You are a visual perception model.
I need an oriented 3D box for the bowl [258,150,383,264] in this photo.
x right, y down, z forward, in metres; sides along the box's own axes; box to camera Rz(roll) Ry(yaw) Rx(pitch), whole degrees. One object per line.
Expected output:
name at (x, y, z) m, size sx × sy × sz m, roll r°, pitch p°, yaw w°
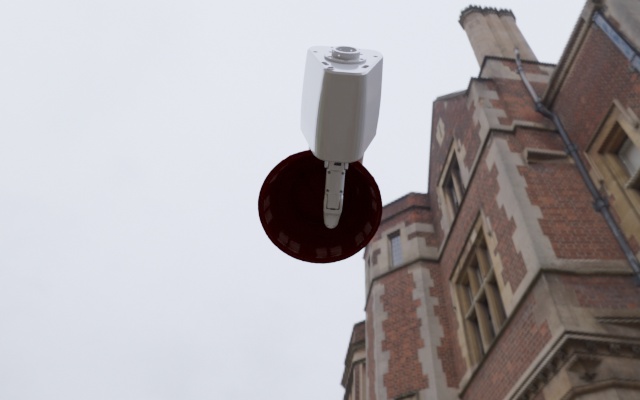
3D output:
bowl at (0.000, 0.003, 0.640) m, size 0.162 × 0.162 × 0.055 m, roll 0°, pitch 22°, yaw 2°
